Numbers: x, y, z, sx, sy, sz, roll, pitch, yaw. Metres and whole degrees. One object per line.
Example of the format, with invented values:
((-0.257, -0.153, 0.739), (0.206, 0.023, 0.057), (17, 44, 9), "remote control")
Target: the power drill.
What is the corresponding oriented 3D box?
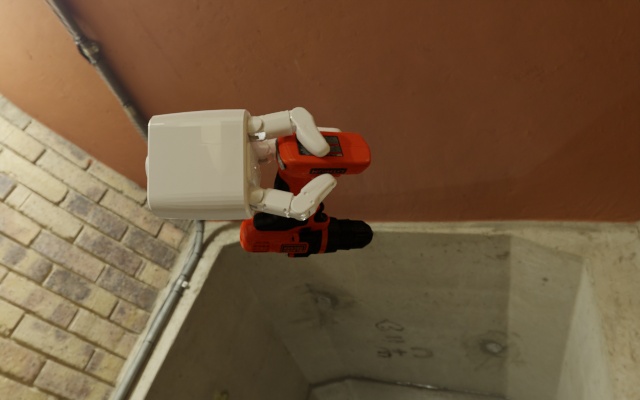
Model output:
((0.000, 0.002, 0.595), (0.184, 0.057, 0.188), (-1, -43, -18), "power drill")
